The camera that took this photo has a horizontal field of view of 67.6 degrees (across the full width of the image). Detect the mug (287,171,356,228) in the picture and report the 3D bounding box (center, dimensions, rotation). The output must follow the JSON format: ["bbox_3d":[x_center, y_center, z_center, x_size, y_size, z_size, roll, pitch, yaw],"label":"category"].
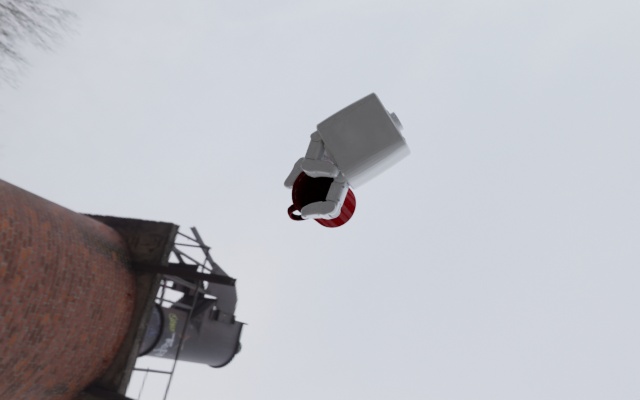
[{"bbox_3d":[-0.001,0.003,0.800,0.117,0.093,0.081,-30,-30,10],"label":"mug"}]
